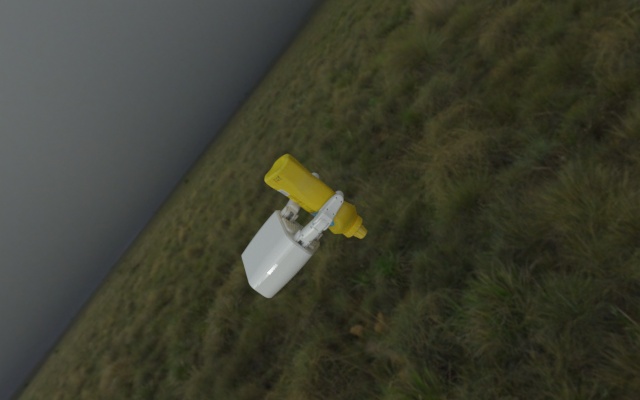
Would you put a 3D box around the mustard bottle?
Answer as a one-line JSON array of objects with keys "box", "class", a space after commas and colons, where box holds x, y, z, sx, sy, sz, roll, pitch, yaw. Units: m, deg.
[{"box": [0.000, 0.002, 0.791, 0.192, 0.058, 0.096, 38, -13, -14], "class": "mustard bottle"}]
